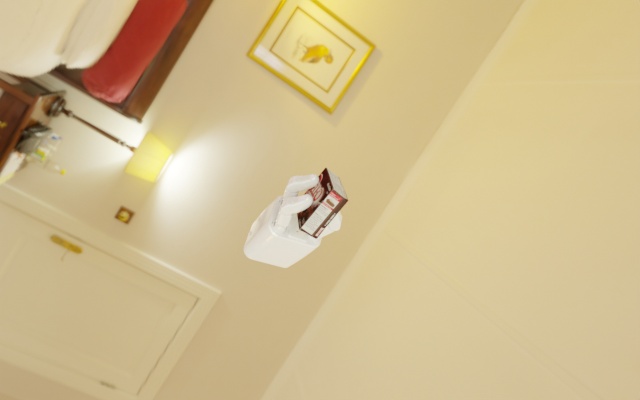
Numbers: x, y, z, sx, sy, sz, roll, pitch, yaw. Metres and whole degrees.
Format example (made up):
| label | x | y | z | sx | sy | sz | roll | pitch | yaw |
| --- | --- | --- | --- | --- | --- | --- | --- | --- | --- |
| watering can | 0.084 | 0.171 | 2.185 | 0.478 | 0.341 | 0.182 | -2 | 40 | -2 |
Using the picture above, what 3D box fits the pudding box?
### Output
| label | x | y | z | sx | sy | sz | roll | pitch | yaw |
| --- | --- | --- | --- | --- | --- | --- | --- | --- | --- |
| pudding box | 0.000 | 0.003 | 0.814 | 0.039 | 0.090 | 0.113 | 33 | 15 | -19 |
